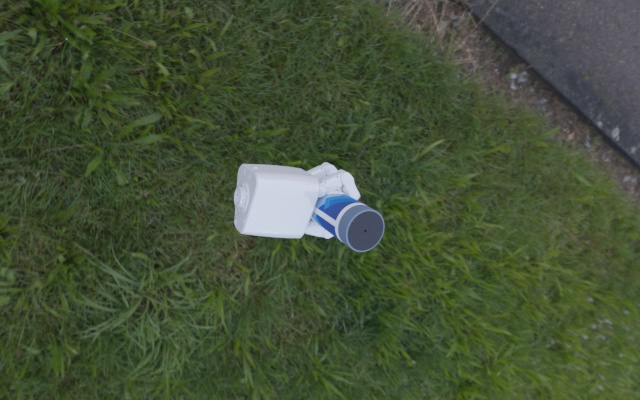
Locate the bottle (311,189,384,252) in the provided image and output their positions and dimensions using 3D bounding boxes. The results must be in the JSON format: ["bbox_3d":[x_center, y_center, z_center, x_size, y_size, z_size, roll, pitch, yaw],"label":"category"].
[{"bbox_3d":[0.000,0.003,0.821,0.069,0.069,0.295,0,17,-28],"label":"bottle"}]
